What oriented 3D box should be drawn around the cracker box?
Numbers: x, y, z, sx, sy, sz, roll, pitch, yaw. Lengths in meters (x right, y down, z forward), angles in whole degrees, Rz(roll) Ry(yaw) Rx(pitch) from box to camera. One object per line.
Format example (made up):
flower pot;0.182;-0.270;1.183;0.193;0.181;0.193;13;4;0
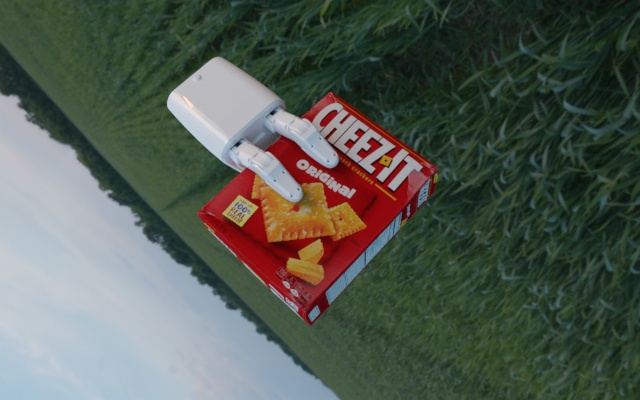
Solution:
cracker box;0.000;0.002;0.534;0.164;0.213;0.072;40;-16;20
